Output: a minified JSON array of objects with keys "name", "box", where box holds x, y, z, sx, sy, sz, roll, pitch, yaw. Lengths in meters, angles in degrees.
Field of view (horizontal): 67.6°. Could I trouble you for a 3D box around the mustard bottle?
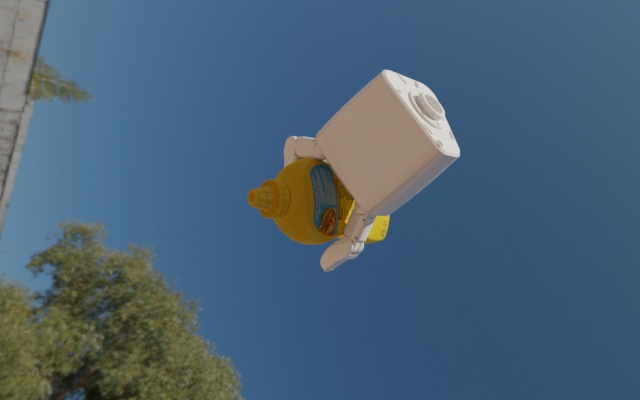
[{"name":"mustard bottle","box":[0.000,0.002,0.543,0.058,0.096,0.191,-12,-11,44]}]
